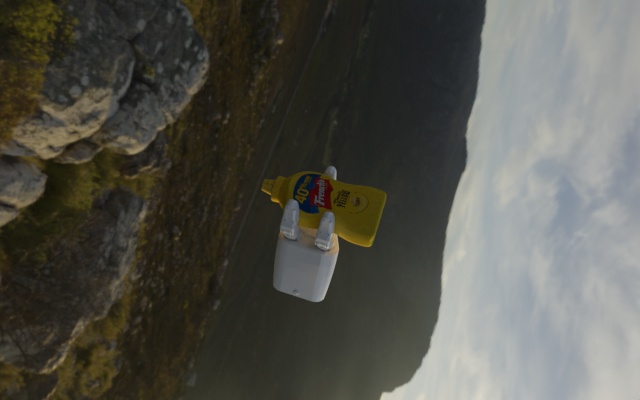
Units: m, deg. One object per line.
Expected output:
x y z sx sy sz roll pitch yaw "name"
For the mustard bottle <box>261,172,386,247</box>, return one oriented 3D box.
0.000 0.002 0.743 0.191 0.096 0.058 17 -37 7 "mustard bottle"
